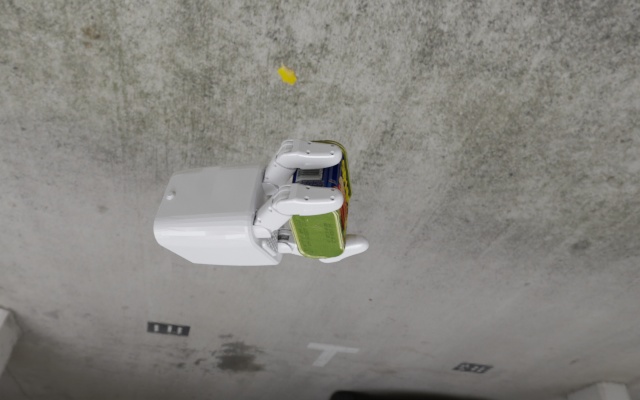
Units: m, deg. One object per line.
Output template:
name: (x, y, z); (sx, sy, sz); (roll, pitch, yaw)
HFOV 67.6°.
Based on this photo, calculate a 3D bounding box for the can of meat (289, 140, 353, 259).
can of meat: (0.000, 0.002, 0.505); (0.057, 0.084, 0.102); (-1, -39, 10)
